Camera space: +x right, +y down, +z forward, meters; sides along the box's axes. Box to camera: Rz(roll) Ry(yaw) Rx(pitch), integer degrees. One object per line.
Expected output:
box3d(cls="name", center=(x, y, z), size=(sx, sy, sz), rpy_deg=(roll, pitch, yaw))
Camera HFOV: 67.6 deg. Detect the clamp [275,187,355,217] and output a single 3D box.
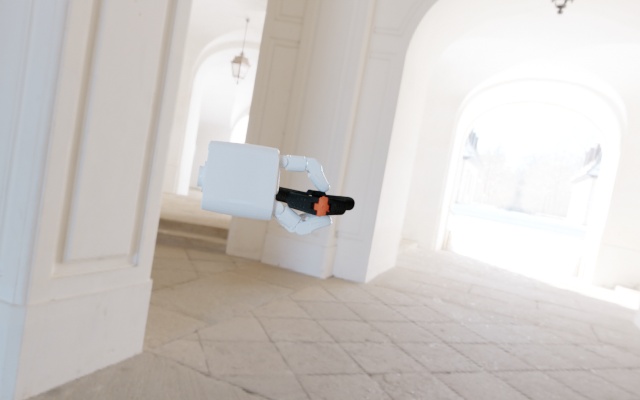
box3d(cls="clamp", center=(0.000, 0.002, 0.775), size=(0.164, 0.036, 0.210), rpy_deg=(7, 3, -14))
